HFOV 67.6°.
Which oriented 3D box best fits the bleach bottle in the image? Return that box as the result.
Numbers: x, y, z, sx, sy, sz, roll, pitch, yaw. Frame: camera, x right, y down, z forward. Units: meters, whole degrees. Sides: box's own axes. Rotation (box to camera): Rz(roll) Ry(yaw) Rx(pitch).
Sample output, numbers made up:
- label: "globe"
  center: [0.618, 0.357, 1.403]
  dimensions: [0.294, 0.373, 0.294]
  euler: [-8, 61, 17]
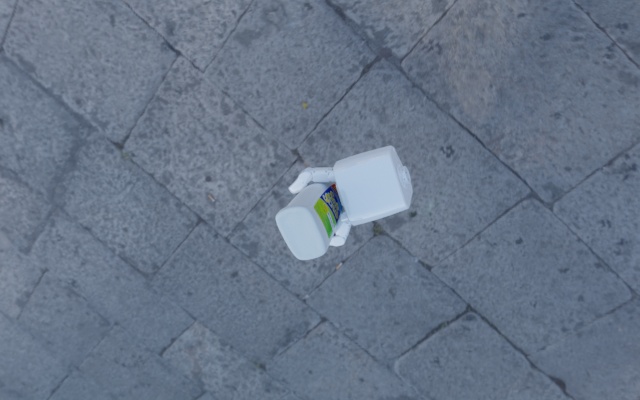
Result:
- label: "bleach bottle"
  center: [0.000, 0.003, 0.876]
  dimensions: [0.068, 0.102, 0.250]
  euler: [-16, 20, 23]
